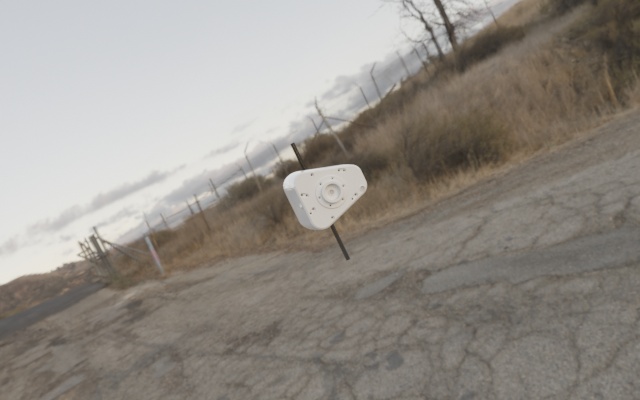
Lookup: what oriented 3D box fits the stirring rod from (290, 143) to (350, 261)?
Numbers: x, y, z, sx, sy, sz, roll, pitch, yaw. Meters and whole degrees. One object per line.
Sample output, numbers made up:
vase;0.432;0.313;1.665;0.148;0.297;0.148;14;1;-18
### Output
stirring rod;0.000;0.003;0.887;0.011;0.239;0.011;-26;5;2
